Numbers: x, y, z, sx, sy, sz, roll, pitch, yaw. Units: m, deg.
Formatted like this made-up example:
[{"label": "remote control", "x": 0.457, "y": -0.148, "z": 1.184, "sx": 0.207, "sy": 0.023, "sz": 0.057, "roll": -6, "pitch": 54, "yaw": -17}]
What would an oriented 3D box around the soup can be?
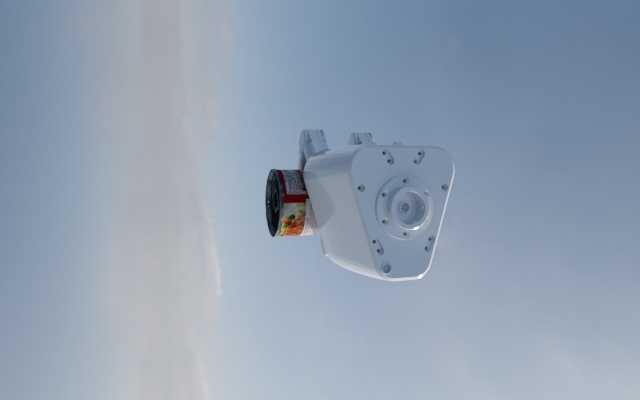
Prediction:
[{"label": "soup can", "x": 0.000, "y": 0.002, "z": 0.490, "sx": 0.102, "sy": 0.068, "sz": 0.068, "roll": -1, "pitch": 0, "yaw": -18}]
